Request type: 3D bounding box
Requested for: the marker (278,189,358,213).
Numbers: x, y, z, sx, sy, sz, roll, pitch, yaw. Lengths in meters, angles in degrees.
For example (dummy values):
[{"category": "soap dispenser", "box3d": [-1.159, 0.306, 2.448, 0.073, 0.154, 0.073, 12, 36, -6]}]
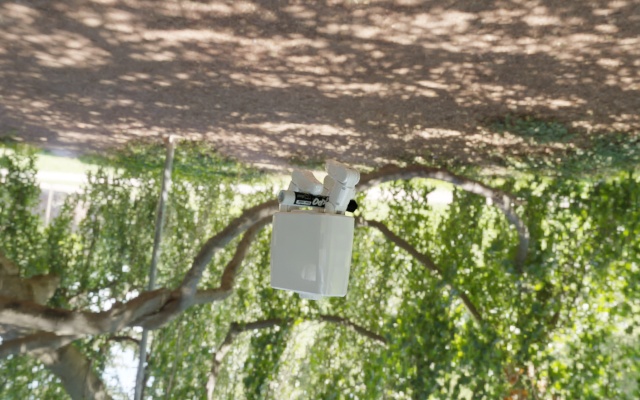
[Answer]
[{"category": "marker", "box3d": [0.000, 0.002, 0.633, 0.121, 0.020, 0.020, 8, -4, -34]}]
